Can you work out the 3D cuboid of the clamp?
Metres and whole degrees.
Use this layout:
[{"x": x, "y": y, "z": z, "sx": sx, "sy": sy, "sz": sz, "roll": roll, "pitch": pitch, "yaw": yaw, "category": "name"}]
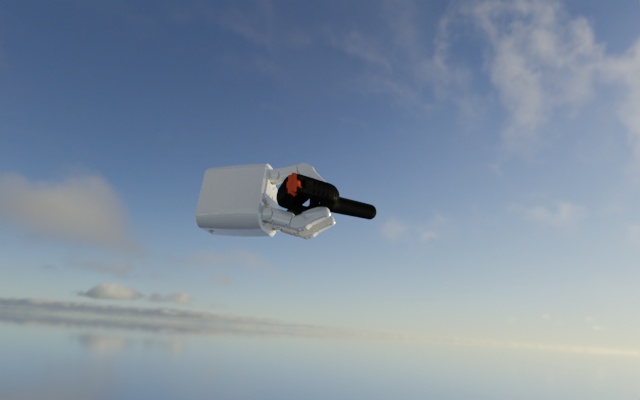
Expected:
[{"x": 0.000, "y": 0.002, "z": 0.742, "sx": 0.164, "sy": 0.036, "sz": 0.210, "roll": -4, "pitch": -16, "yaw": 9, "category": "clamp"}]
